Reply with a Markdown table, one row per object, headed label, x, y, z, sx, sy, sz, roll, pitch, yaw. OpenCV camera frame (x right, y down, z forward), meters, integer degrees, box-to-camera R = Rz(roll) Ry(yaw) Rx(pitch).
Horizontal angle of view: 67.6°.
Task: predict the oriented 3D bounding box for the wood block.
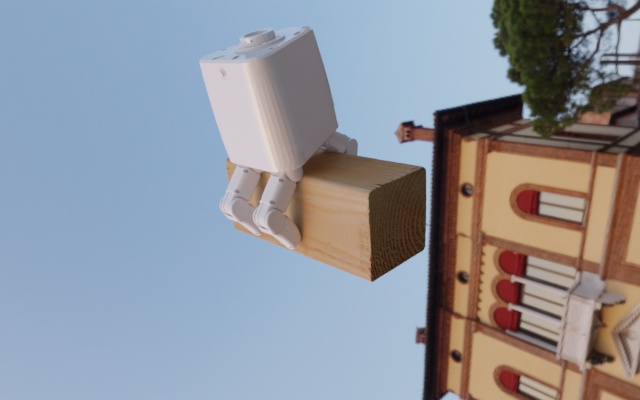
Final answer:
| label | x | y | z | sx | sy | sz | roll | pitch | yaw |
| --- | --- | --- | --- | --- | --- | --- | --- | --- | --- |
| wood block | 0.000 | 0.001 | 0.509 | 0.206 | 0.090 | 0.091 | 15 | 28 | 42 |
